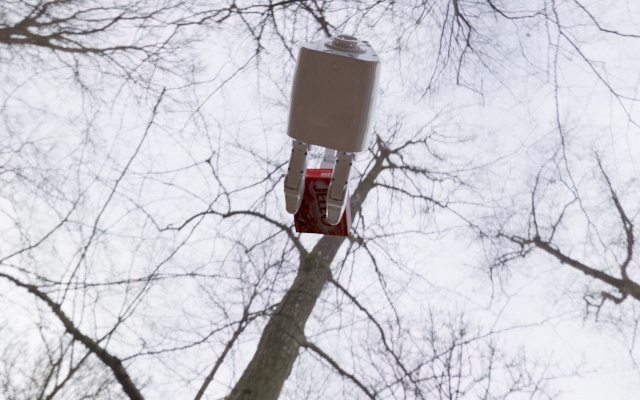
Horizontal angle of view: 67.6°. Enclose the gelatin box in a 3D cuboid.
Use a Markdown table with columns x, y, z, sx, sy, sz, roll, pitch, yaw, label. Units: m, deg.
| x | y | z | sx | sy | sz | roll | pitch | yaw | label |
| --- | --- | --- | --- | --- | --- | --- | --- | --- | --- |
| 0.000 | 0.002 | 0.619 | 0.073 | 0.089 | 0.030 | 3 | 32 | 15 | gelatin box |
